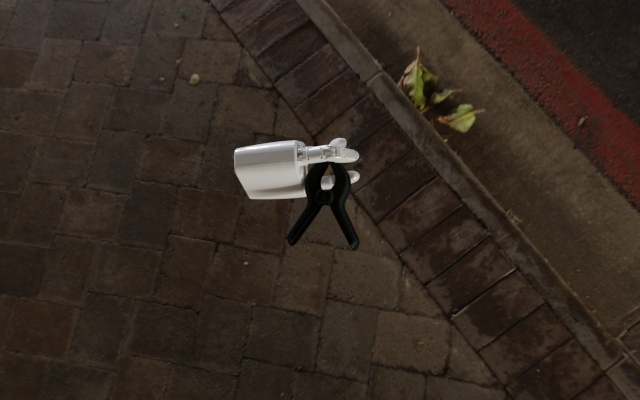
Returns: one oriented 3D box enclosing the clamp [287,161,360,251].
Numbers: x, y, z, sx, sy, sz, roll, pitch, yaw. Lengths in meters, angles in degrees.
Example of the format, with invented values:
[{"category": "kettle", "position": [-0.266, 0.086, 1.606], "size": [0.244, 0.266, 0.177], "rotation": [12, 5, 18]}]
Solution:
[{"category": "clamp", "position": [0.000, 0.002, 0.794], "size": [0.120, 0.171, 0.039], "rotation": [-5, -13, 8]}]
